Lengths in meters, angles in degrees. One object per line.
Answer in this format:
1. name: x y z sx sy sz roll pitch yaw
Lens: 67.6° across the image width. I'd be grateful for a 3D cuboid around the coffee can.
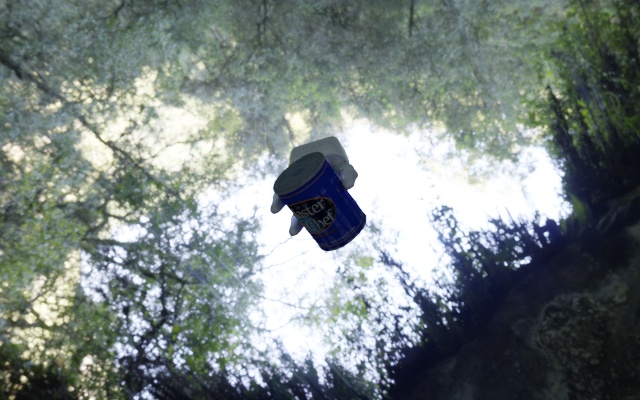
1. coffee can: 0.000 0.003 0.817 0.103 0.140 0.102 -30 24 15
